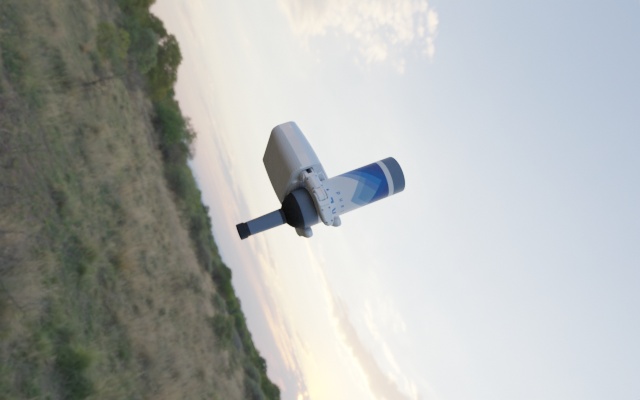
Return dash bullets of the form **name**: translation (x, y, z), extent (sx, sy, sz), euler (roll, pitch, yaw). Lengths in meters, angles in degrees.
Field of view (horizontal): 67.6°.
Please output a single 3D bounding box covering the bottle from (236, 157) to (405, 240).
- **bottle**: translation (0.000, 0.003, 0.812), extent (0.295, 0.069, 0.069), euler (-20, 5, -14)
